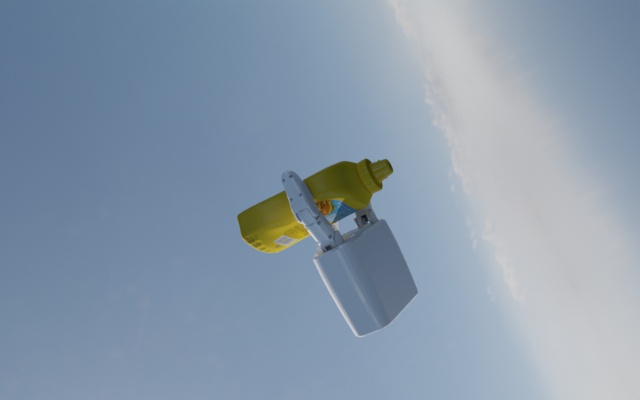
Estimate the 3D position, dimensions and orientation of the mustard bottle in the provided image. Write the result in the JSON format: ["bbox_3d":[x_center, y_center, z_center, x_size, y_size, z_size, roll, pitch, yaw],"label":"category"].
[{"bbox_3d":[0.000,0.002,0.577,0.192,0.058,0.096,-27,-26,21],"label":"mustard bottle"}]
